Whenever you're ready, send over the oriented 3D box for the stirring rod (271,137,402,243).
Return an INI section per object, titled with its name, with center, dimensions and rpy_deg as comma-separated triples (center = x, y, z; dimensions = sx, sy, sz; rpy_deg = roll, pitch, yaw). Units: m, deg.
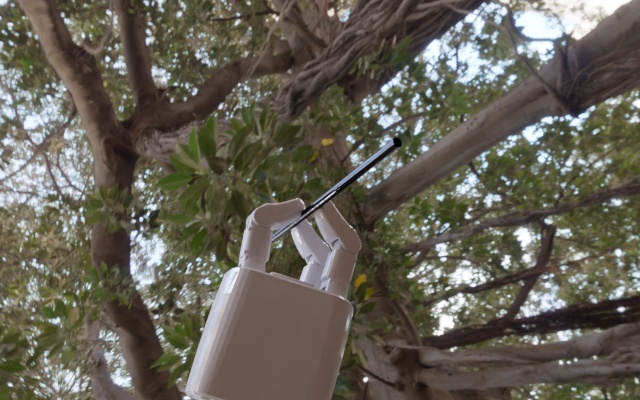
[stirring rod]
center = 0.000, 0.001, 0.435
dimensions = 0.011, 0.011, 0.240
rpy_deg = 0, -21, -29
